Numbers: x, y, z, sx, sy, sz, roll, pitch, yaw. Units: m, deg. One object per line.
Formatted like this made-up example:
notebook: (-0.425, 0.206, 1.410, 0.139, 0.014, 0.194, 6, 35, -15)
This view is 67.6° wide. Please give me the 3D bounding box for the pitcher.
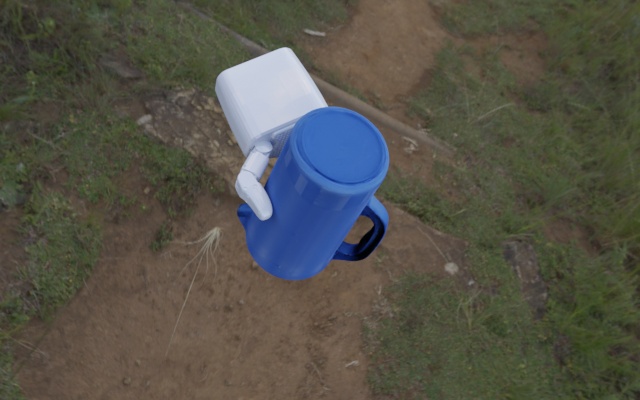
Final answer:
pitcher: (0.000, 0.002, 0.586, 0.149, 0.145, 0.243, -19, -19, -26)
